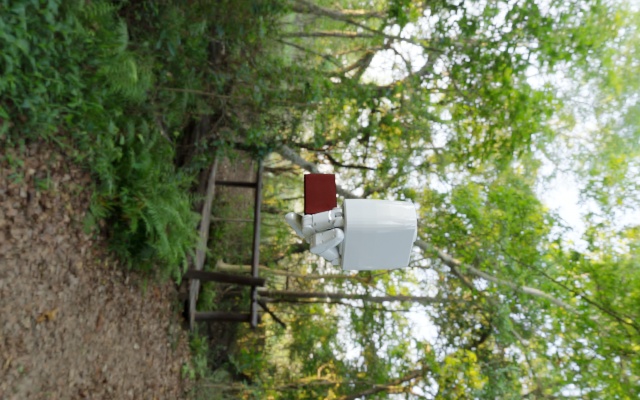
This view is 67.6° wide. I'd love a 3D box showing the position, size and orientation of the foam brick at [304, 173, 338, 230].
[{"bbox_3d":[0.000,0.002,0.756,0.051,0.078,0.053,-2,-34,1],"label":"foam brick"}]
